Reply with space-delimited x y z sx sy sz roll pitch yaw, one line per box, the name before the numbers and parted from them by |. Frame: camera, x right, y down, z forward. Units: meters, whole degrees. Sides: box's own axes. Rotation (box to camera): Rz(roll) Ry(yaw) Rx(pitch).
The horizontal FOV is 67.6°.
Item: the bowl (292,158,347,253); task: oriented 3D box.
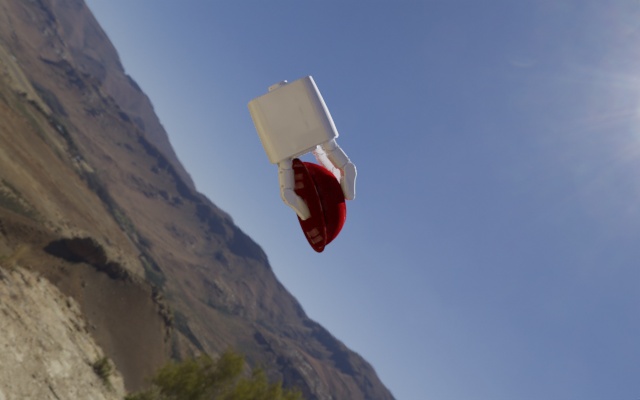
bowl | 0.001 0.004 0.792 0.055 0.162 0.162 -15 4 -17
